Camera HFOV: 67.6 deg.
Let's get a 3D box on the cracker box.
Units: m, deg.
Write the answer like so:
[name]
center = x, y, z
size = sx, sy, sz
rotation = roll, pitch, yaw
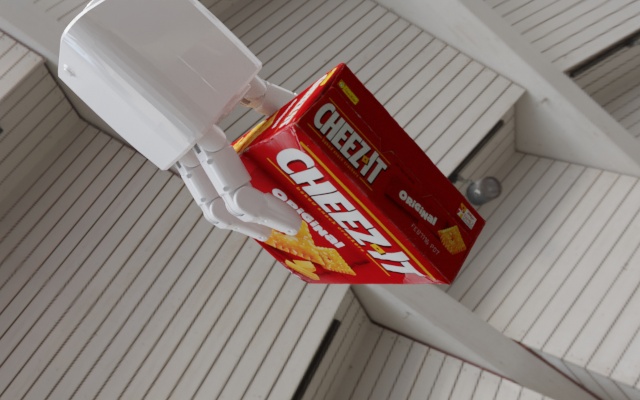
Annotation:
[cracker box]
center = 0.000, 0.001, 0.412
size = 0.164, 0.072, 0.214
rotation = 44, -27, -17
